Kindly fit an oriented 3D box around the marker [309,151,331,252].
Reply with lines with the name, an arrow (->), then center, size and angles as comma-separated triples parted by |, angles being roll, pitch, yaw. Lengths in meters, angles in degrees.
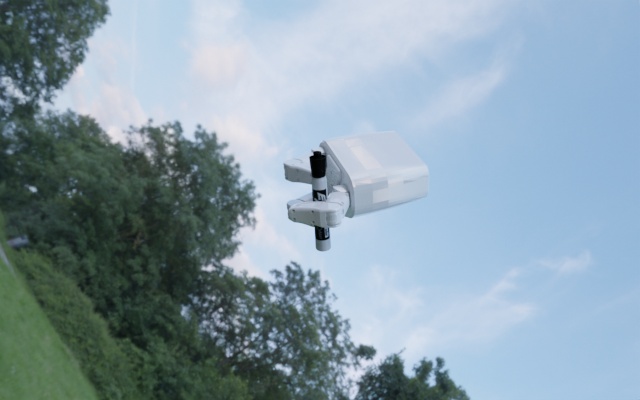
marker -> 0.000, 0.002, 0.544 | 0.020, 0.121, 0.020 | -3, 25, 1
